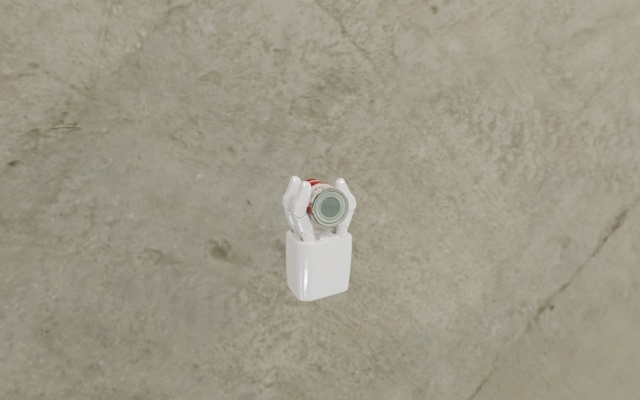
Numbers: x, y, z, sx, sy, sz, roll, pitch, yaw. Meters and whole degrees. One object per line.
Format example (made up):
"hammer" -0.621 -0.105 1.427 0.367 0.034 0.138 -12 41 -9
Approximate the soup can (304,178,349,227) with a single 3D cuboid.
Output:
"soup can" 0.000 0.002 0.836 0.068 0.068 0.102 0 12 -20
